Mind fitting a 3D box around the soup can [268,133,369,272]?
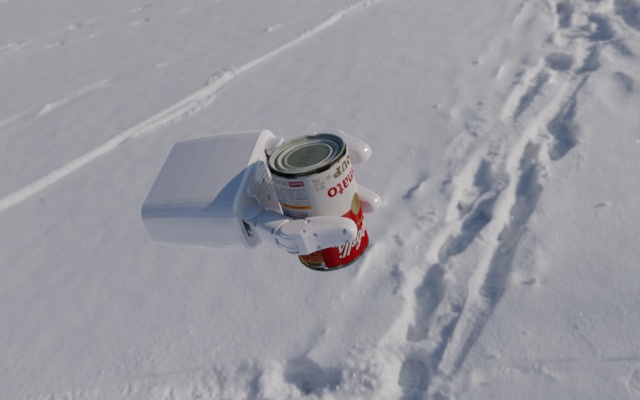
[{"bbox_3d":[0.000,0.001,0.414,0.068,0.102,0.068,-11,33,7],"label":"soup can"}]
